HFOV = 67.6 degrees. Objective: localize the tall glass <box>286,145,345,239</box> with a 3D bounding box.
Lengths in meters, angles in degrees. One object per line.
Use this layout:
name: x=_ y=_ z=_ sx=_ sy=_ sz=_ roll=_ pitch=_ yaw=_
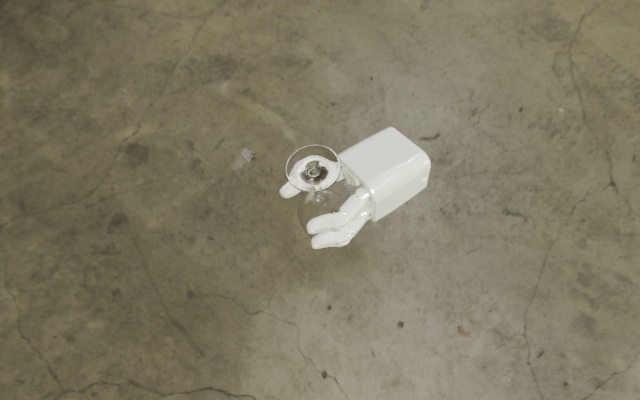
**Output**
tall glass: x=0.000 y=0.002 z=0.719 sx=0.079 sy=0.079 sz=0.201 roll=0 pitch=-28 yaw=6
